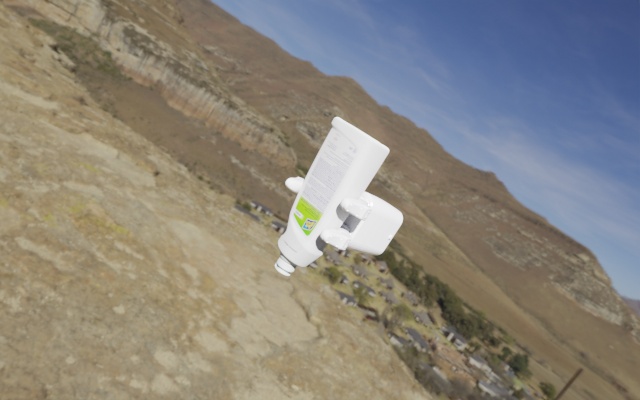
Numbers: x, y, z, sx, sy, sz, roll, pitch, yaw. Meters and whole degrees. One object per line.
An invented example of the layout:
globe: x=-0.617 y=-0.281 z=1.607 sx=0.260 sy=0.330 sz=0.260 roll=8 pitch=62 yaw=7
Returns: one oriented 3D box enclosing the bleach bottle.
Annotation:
bleach bottle: x=0.000 y=0.002 z=0.744 sx=0.068 sy=0.251 sz=0.102 roll=23 pitch=13 yaw=-46
